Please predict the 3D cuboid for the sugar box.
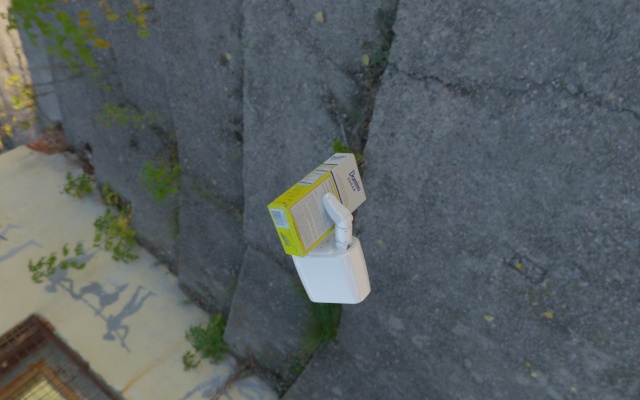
[{"bbox_3d":[0.000,0.003,0.773,0.048,0.093,0.176,6,34,40],"label":"sugar box"}]
